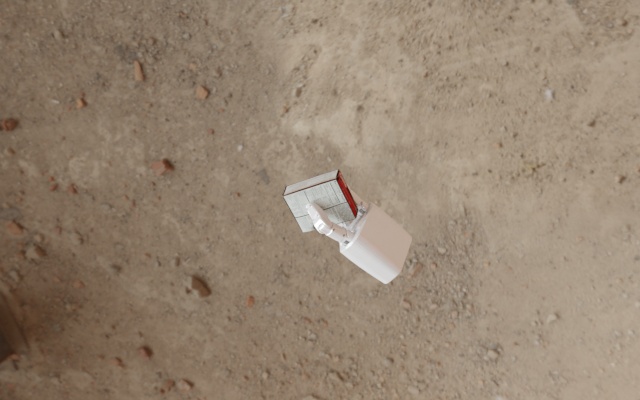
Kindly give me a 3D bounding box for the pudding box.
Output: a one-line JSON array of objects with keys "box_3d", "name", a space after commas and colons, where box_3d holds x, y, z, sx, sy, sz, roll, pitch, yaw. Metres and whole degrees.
[{"box_3d": [0.000, 0.003, 0.859, 0.113, 0.090, 0.039, -17, 26, 20], "name": "pudding box"}]
